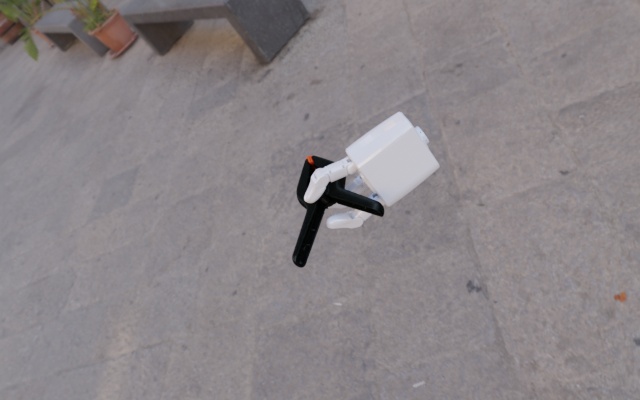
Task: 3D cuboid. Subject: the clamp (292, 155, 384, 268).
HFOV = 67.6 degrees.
[{"bbox_3d":[0.000,0.002,0.784,0.036,0.164,0.209,44,13,-40],"label":"clamp"}]
